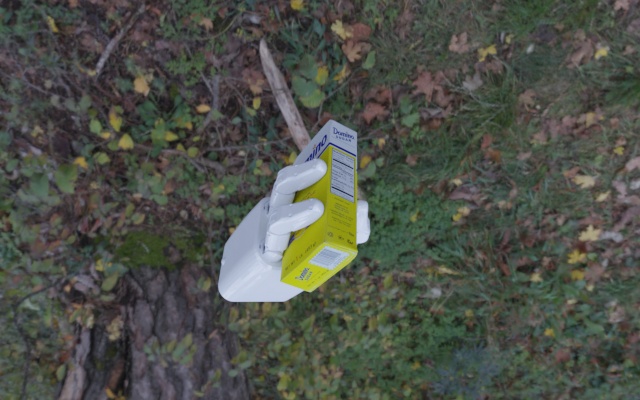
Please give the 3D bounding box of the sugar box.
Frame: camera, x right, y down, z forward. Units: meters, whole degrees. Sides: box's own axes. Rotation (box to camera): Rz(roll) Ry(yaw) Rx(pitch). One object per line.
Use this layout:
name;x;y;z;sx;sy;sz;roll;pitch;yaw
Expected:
sugar box;0.000;0.002;0.534;0.048;0.176;0.093;22;-44;-25
